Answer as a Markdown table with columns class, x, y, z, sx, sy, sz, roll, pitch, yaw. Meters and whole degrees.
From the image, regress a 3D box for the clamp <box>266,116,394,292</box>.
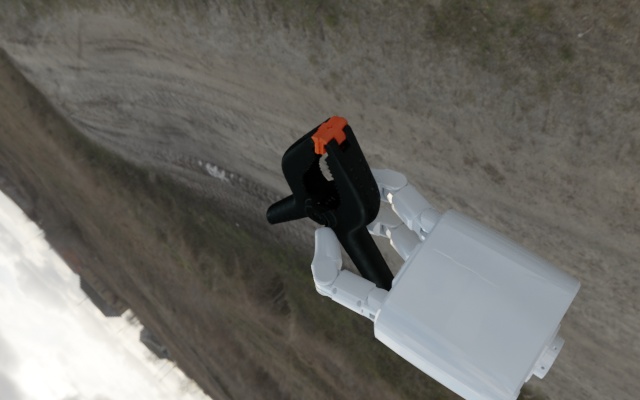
| class | x | y | z | sx | sy | sz | roll | pitch | yaw |
| --- | --- | --- | --- | --- | --- | --- | --- | --- | --- |
| clamp | 0.000 | 0.002 | 0.433 | 0.164 | 0.036 | 0.210 | 28 | -29 | 26 |
